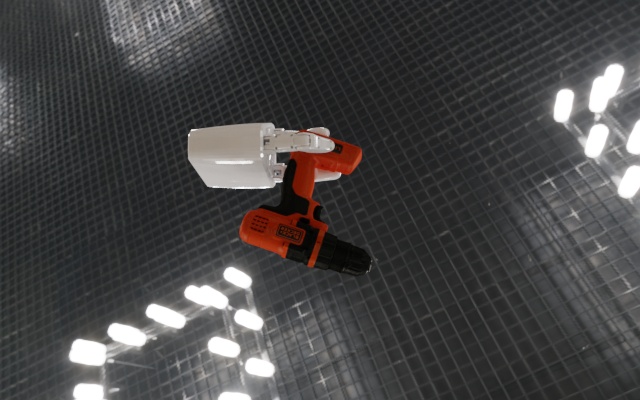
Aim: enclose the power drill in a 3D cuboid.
[{"bbox_3d":[0.000,0.002,0.674,0.184,0.187,0.057,19,-26,-2],"label":"power drill"}]
